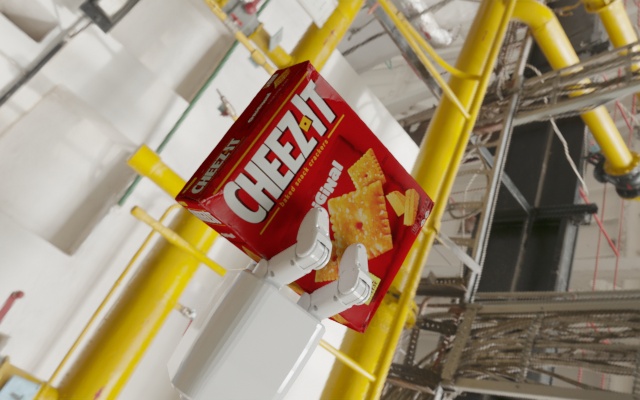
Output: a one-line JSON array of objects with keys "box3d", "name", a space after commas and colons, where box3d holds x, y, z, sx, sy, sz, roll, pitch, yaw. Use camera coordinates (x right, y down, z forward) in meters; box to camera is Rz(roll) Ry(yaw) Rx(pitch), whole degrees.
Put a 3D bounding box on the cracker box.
[{"box3d": [0.000, 0.002, 0.464, 0.214, 0.164, 0.072, 44, -21, -27], "name": "cracker box"}]
